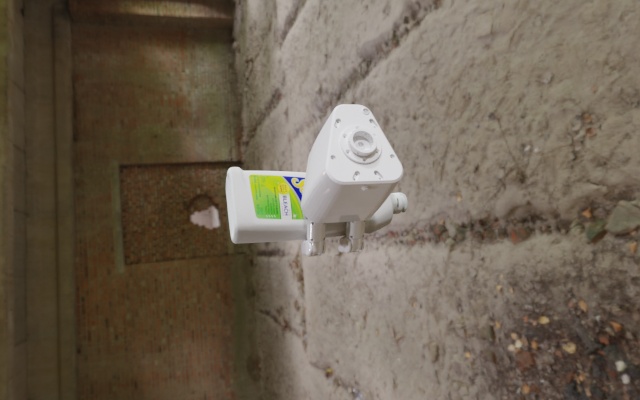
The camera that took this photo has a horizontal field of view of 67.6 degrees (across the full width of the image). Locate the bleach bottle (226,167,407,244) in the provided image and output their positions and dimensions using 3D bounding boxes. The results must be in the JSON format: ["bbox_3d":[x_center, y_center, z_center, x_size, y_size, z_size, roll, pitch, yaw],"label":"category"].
[{"bbox_3d":[0.000,0.002,0.667,0.251,0.102,0.068,-3,-25,-17],"label":"bleach bottle"}]
